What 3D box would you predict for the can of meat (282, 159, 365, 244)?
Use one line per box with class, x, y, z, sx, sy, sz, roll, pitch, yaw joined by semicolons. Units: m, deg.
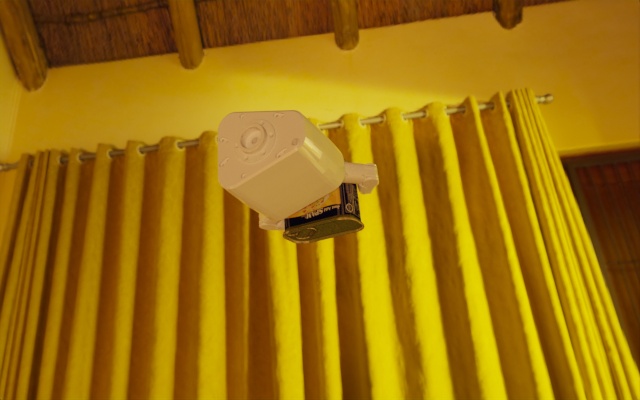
can of meat;0.000;0.002;0.615;0.102;0.084;0.057;-15;-24;23
